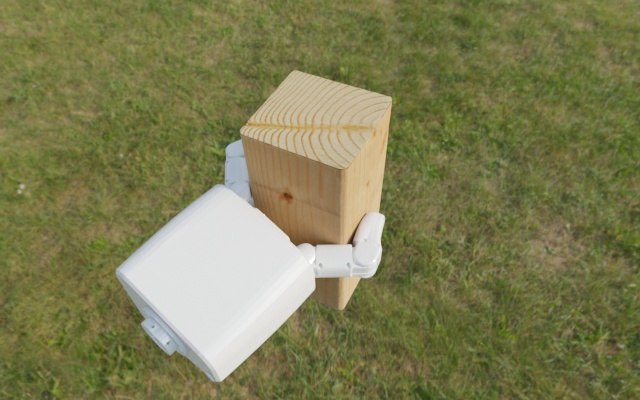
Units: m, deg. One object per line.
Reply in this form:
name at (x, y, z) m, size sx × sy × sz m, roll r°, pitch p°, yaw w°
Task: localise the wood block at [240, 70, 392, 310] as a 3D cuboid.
wood block at (0.000, 0.002, 0.439) m, size 0.091 × 0.090 × 0.206 m, roll 21°, pitch -36°, yaw 18°
